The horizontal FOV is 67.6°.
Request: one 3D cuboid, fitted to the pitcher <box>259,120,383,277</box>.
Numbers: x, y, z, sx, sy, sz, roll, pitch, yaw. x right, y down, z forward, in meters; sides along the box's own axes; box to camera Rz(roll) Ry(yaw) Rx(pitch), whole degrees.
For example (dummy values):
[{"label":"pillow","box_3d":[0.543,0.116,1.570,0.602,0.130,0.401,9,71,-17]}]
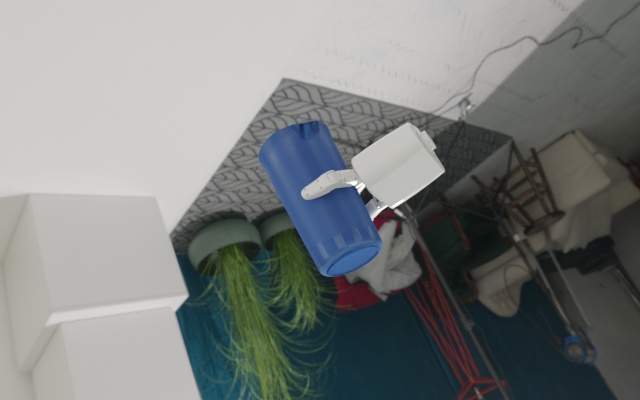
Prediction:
[{"label":"pitcher","box_3d":[0.000,0.002,0.791,0.145,0.242,0.149,-36,-27,18]}]
